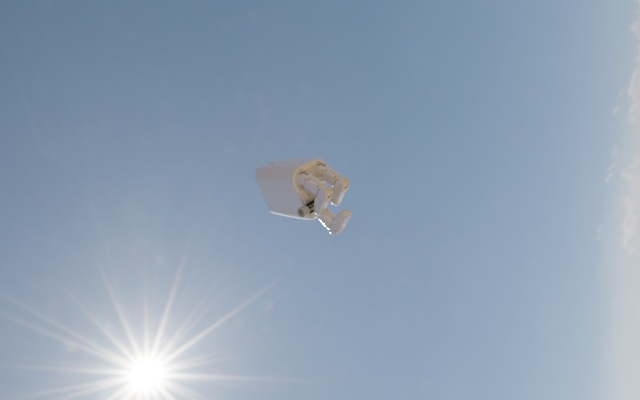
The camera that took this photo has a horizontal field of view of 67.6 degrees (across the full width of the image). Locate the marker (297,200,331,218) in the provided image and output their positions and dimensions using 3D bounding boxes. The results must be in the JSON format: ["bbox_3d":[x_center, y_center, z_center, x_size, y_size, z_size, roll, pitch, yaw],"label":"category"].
[{"bbox_3d":[0.000,0.003,0.899,0.020,0.020,0.121,0,19,38],"label":"marker"}]
